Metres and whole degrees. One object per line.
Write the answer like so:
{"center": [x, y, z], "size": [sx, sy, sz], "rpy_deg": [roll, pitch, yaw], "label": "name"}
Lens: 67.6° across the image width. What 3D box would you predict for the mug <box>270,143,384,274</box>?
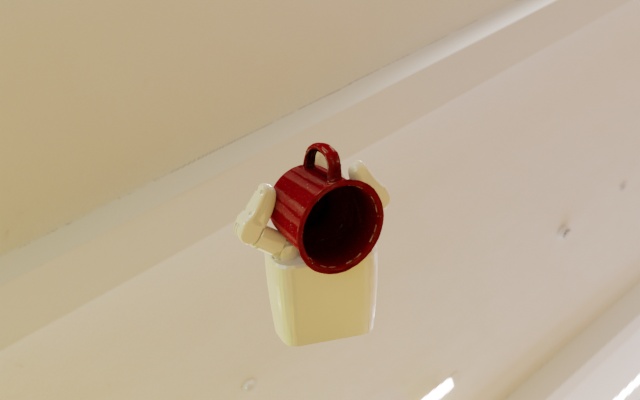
{"center": [0.000, 0.000, 0.461], "size": [0.093, 0.117, 0.081], "rpy_deg": [-15, 26, -26], "label": "mug"}
